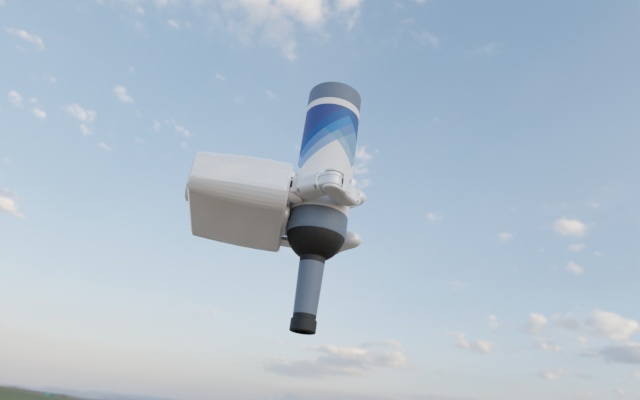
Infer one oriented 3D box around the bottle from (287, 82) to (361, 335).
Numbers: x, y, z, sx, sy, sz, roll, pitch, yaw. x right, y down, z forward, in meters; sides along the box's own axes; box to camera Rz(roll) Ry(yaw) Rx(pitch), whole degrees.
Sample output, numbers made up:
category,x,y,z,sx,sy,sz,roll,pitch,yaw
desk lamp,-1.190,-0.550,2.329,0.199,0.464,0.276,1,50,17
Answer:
category,x,y,z,sx,sy,sz,roll,pitch,yaw
bottle,0.000,0.002,0.546,0.069,0.295,0.069,7,-25,3
